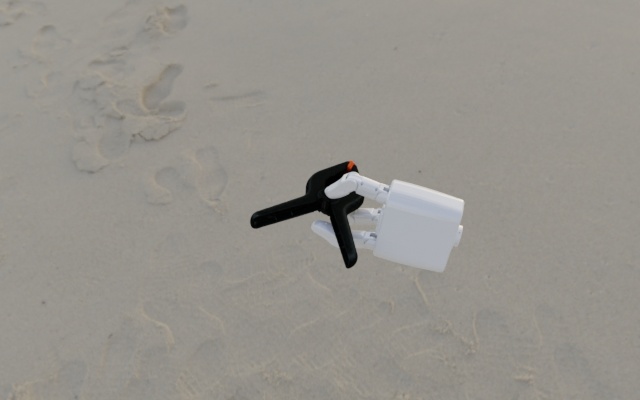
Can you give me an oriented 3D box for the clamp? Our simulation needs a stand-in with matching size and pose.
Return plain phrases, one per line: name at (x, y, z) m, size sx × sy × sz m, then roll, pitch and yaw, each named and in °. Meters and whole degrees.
clamp at (0.001, 0.002, 0.733) m, size 0.164 × 0.036 × 0.209 m, roll 18°, pitch 43°, yaw 8°
